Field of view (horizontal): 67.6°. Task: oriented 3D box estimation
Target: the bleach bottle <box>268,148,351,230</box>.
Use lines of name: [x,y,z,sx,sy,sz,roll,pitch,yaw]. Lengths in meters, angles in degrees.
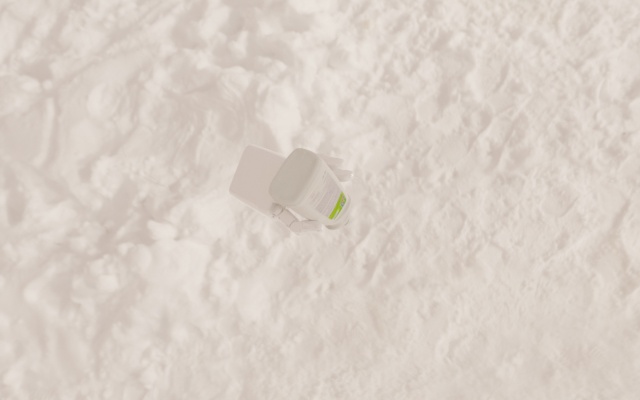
bleach bottle: [0.000,0.003,0.864,0.068,0.102,0.251,27,-10,27]
